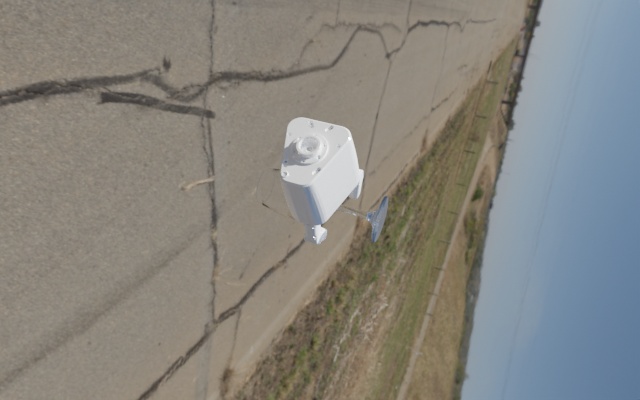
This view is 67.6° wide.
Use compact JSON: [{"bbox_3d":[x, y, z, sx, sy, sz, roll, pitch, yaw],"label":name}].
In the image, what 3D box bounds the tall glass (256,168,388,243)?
[{"bbox_3d":[0.001,0.003,0.756,0.201,0.079,0.079,16,5,17],"label":"tall glass"}]
